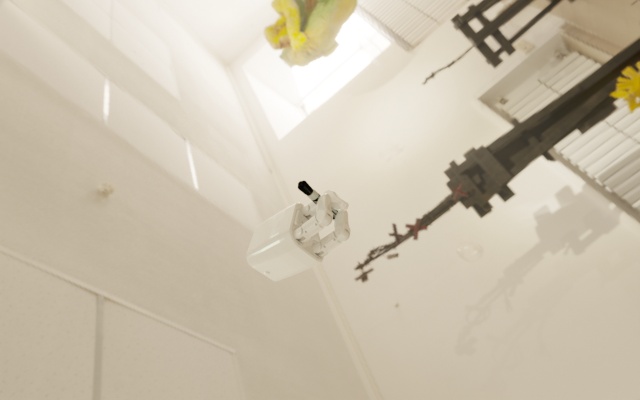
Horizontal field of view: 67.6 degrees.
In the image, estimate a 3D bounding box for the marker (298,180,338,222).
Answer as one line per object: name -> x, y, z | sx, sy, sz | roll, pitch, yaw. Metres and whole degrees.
marker -> 0.000, 0.003, 0.838 | 0.020, 0.020, 0.121 | 0, -32, 43
